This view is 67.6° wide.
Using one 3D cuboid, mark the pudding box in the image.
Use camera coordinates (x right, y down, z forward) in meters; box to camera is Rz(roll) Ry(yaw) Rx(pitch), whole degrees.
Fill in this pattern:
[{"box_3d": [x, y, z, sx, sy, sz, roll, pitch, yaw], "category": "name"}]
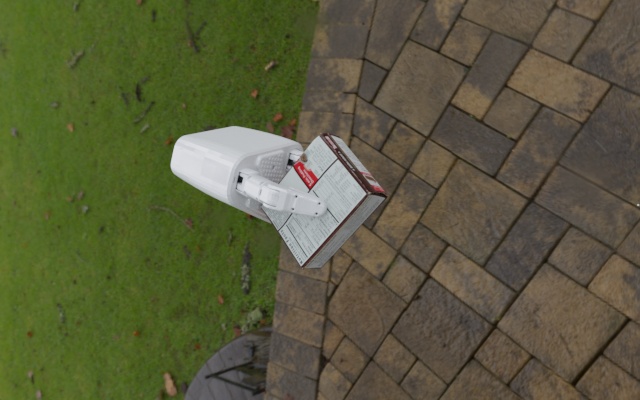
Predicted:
[{"box_3d": [0.000, 0.002, 0.487, 0.039, 0.090, 0.113, 3, -46, -52], "category": "pudding box"}]
